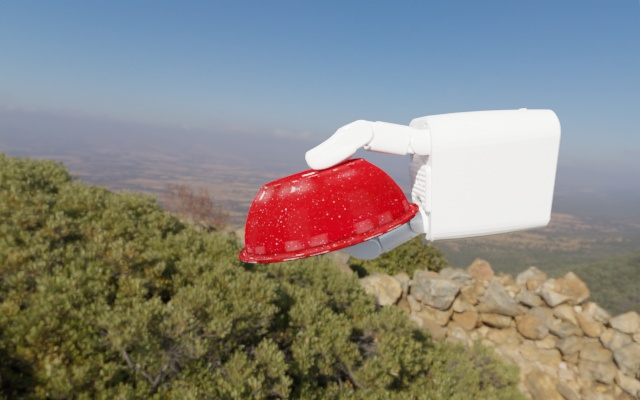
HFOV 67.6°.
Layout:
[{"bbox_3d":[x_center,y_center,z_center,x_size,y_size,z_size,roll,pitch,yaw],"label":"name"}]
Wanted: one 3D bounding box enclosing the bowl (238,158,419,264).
[{"bbox_3d":[-0.001,0.001,0.414,0.162,0.055,0.162,-16,7,2],"label":"bowl"}]
